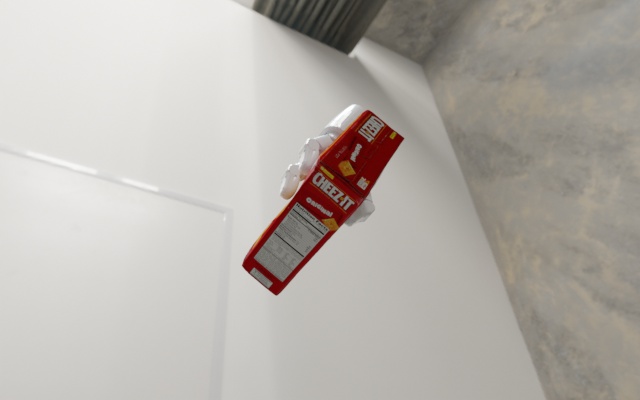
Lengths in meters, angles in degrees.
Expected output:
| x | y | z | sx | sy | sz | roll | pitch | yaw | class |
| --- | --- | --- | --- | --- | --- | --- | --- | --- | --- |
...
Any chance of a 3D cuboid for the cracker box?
| x | y | z | sx | sy | sz | roll | pitch | yaw | class |
| --- | --- | --- | --- | --- | --- | --- | --- | --- | --- |
| 0.000 | 0.002 | 0.618 | 0.214 | 0.072 | 0.164 | -51 | 1 | 39 | cracker box |
